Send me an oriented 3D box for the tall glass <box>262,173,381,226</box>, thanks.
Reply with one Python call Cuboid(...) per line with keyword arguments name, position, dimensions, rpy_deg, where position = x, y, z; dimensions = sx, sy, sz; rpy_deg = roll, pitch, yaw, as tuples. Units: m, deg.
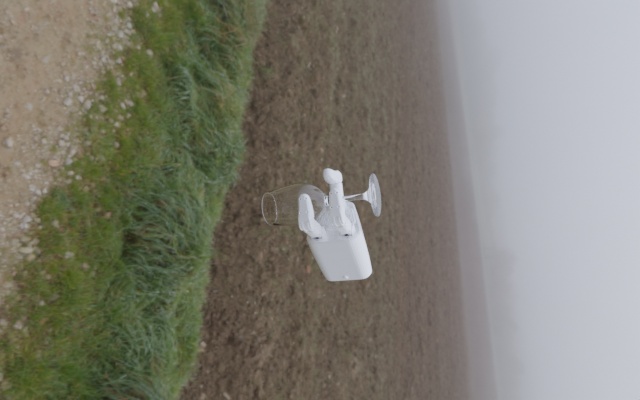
Cuboid(name="tall glass", position=(0.001, 0.003, 0.837), dimensions=(0.201, 0.079, 0.079), rpy_deg=(-7, -2, 19))
